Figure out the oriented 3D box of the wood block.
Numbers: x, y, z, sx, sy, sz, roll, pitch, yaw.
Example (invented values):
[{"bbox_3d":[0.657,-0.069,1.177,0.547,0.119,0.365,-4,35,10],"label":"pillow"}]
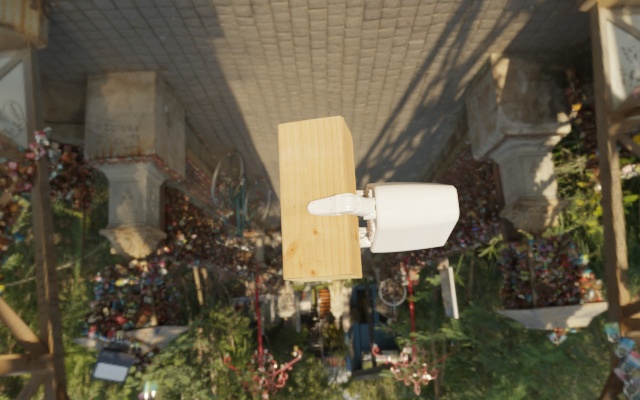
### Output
[{"bbox_3d":[0.000,0.002,0.648,0.090,0.206,0.091,-6,-13,12],"label":"wood block"}]
